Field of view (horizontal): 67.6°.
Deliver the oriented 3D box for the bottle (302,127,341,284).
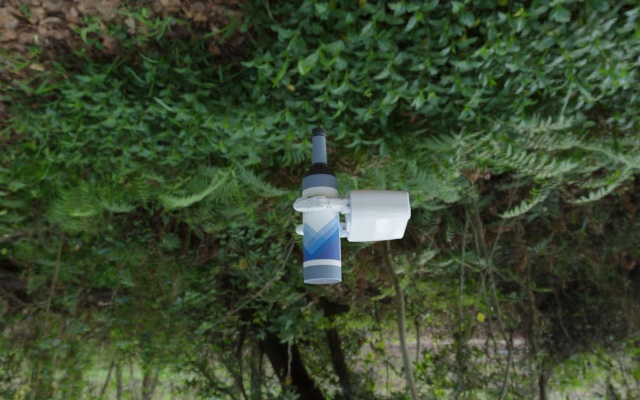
[{"bbox_3d":[0.000,0.003,0.887,0.069,0.295,0.069,-1,-17,0],"label":"bottle"}]
